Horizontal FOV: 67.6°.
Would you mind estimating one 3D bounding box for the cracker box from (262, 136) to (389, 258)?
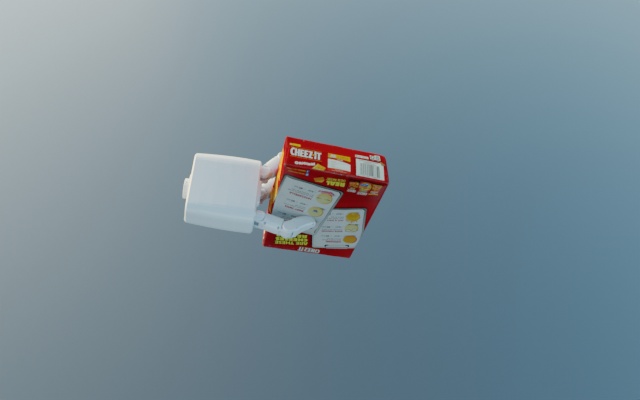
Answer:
[{"bbox_3d":[0.000,0.003,0.797,0.164,0.072,0.214,9,-41,-10],"label":"cracker box"}]
